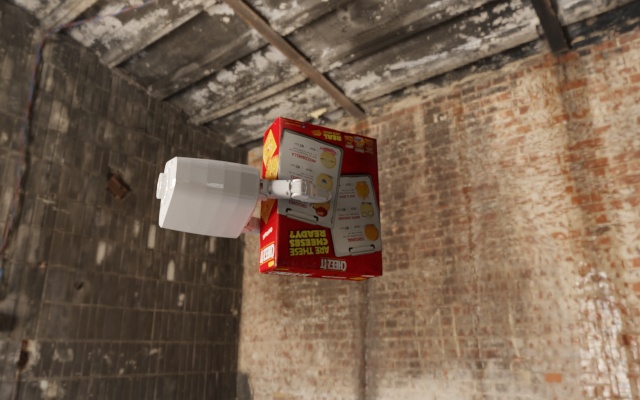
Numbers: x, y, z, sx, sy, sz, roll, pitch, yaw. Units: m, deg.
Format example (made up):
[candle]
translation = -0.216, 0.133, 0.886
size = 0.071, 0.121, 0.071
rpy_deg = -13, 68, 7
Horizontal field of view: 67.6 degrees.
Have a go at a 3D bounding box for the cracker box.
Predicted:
[cracker box]
translation = 0.000, 0.002, 0.688
size = 0.164, 0.213, 0.072
rpy_deg = 9, -20, -25
